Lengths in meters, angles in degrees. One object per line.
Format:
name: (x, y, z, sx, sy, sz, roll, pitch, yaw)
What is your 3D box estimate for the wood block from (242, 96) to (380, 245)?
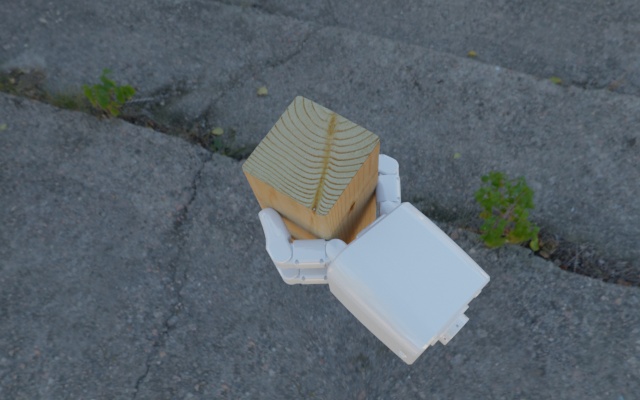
wood block: (0.001, 0.002, 0.499, 0.090, 0.090, 0.206, 30, -19, 17)
